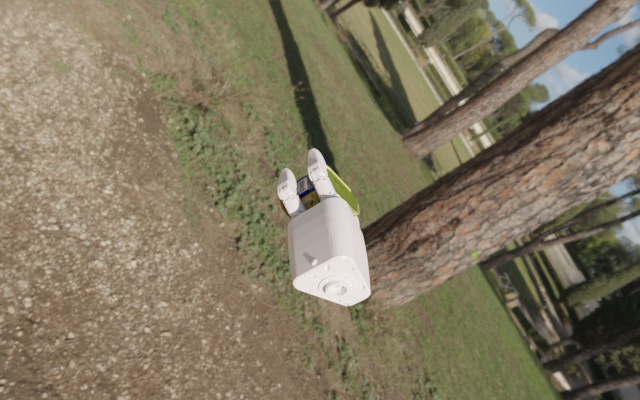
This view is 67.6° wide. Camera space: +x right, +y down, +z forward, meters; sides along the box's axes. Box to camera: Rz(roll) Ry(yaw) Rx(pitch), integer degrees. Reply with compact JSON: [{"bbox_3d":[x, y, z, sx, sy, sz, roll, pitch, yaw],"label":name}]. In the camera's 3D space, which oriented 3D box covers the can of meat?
[{"bbox_3d":[0.000,0.002,0.749,0.084,0.057,0.102,-31,-54,23],"label":"can of meat"}]
